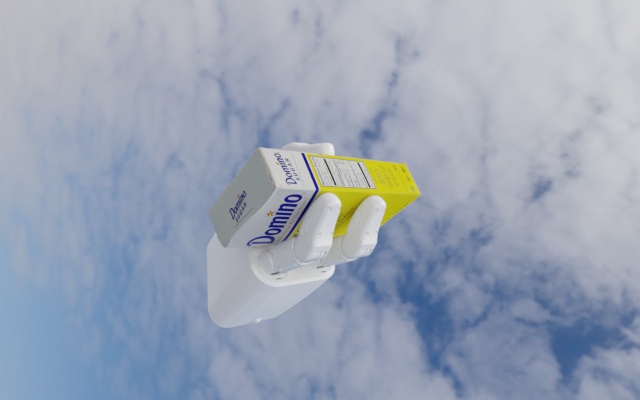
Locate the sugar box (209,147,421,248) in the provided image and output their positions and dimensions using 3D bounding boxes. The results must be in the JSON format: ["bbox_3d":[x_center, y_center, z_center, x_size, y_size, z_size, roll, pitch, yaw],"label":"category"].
[{"bbox_3d":[0.000,0.002,0.434,0.176,0.048,0.093,-2,-32,-43],"label":"sugar box"}]
